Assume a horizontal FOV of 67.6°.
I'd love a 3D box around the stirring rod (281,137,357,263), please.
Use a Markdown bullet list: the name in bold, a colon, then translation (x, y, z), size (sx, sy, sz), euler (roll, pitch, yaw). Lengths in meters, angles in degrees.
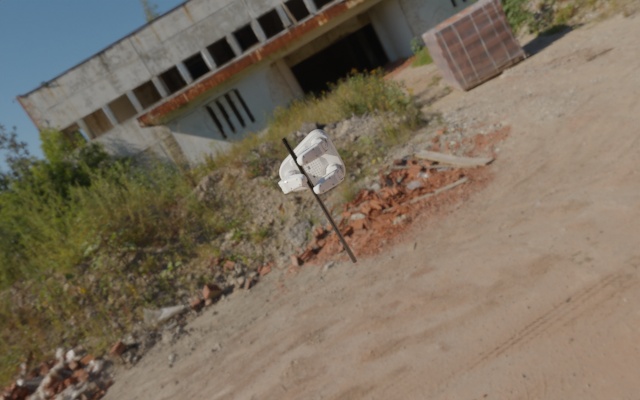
- **stirring rod**: translation (0.000, 0.003, 0.787), size (0.011, 0.239, 0.011), euler (-29, 12, 7)
